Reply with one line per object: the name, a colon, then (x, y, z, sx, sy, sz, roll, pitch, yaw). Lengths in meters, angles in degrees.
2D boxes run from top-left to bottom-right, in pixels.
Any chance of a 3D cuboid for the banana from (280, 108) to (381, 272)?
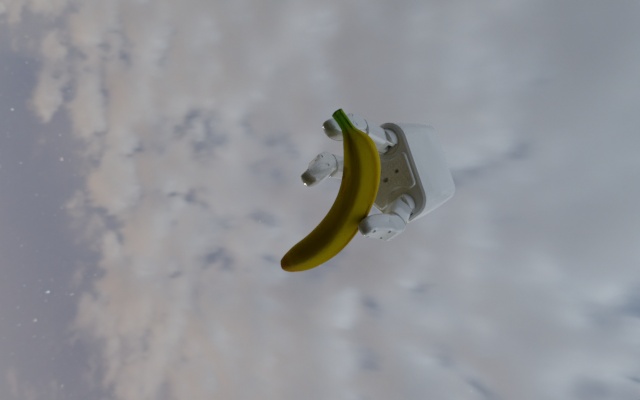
banana: (0.016, 0.008, 0.495, 0.069, 0.198, 0.037, 33, 28, 22)
